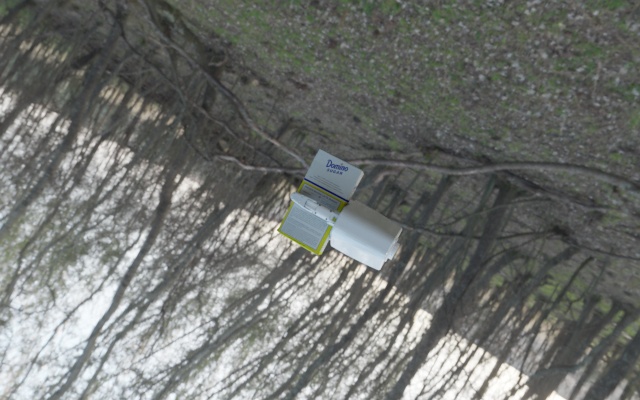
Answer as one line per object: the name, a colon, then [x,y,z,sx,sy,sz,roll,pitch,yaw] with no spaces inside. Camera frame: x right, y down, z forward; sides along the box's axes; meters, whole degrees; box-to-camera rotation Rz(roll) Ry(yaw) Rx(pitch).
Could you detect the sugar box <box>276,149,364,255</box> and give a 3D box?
sugar box: [0.000,0.003,0.891,0.093,0.176,0.048,29,-1,11]
